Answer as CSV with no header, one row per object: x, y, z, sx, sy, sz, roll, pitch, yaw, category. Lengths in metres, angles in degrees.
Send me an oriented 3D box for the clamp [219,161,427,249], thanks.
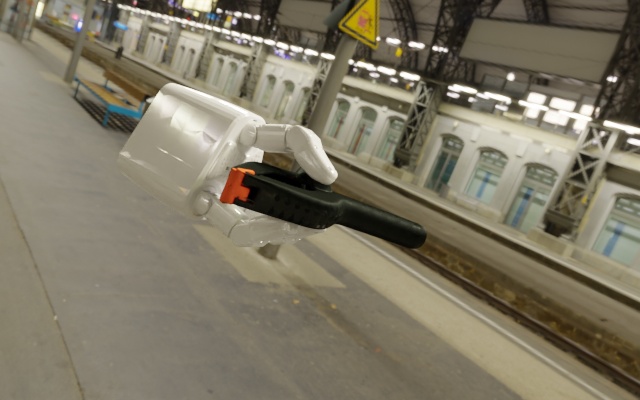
0.000,0.001,0.423,0.164,0.036,0.210,28,11,25,clamp
